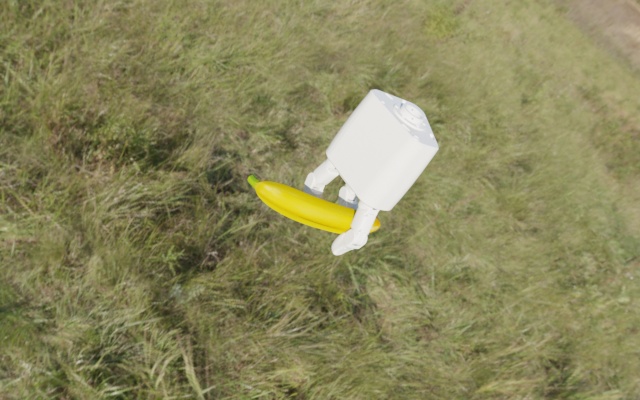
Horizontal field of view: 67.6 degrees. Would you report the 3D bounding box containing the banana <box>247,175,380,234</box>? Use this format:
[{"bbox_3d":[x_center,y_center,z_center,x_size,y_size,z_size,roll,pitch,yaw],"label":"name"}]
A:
[{"bbox_3d":[-0.003,0.010,0.637,0.198,0.037,0.069,22,27,-12],"label":"banana"}]
